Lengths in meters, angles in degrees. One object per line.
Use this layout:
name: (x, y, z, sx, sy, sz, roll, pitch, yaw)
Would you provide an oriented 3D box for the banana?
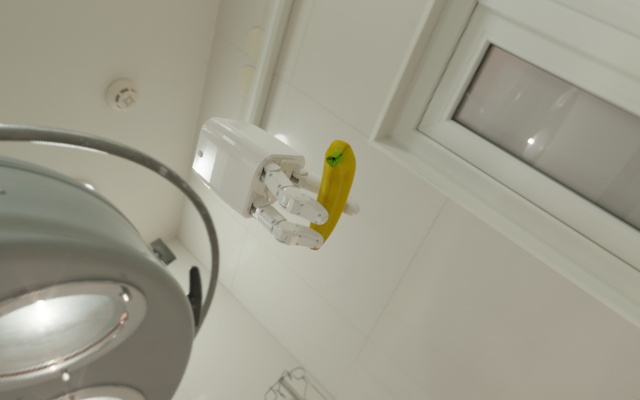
banana: (0.011, -0.012, 0.581, 0.037, 0.069, 0.198, 33, -32, 16)
